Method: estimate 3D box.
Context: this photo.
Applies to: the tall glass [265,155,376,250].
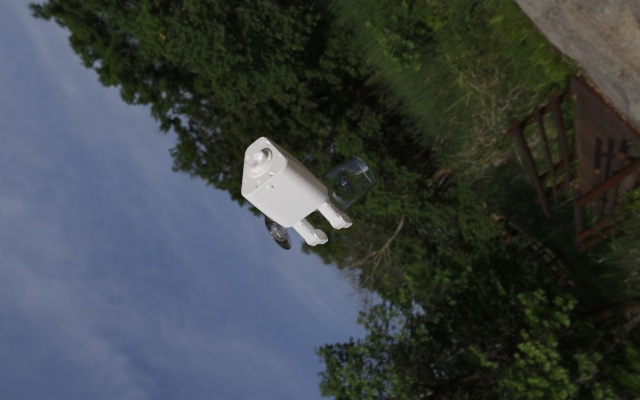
[{"bbox_3d":[0.000,0.003,0.842,0.201,0.079,0.079,-35,-11,16],"label":"tall glass"}]
